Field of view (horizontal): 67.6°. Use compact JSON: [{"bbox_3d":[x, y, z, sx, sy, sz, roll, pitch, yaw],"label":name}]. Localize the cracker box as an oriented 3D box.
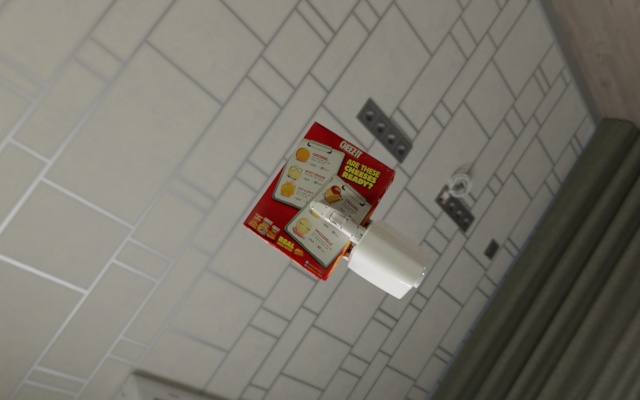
[{"bbox_3d":[0.000,0.003,0.806,0.164,0.213,0.072,34,-6,10],"label":"cracker box"}]
